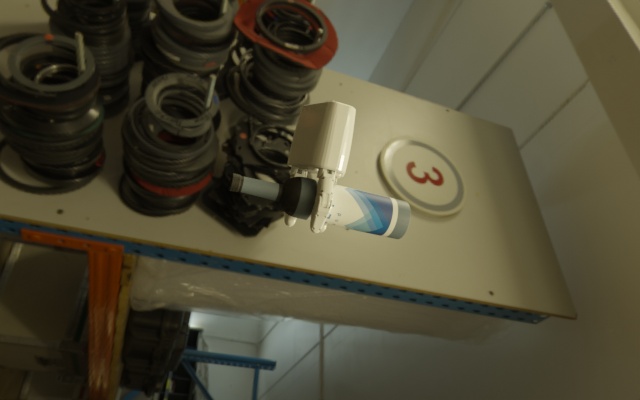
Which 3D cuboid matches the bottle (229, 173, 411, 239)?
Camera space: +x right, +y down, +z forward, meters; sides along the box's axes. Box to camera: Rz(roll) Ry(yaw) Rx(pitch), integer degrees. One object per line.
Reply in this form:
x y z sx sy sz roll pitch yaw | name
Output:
0.000 0.003 0.772 0.296 0.069 0.069 13 -4 -17 | bottle
